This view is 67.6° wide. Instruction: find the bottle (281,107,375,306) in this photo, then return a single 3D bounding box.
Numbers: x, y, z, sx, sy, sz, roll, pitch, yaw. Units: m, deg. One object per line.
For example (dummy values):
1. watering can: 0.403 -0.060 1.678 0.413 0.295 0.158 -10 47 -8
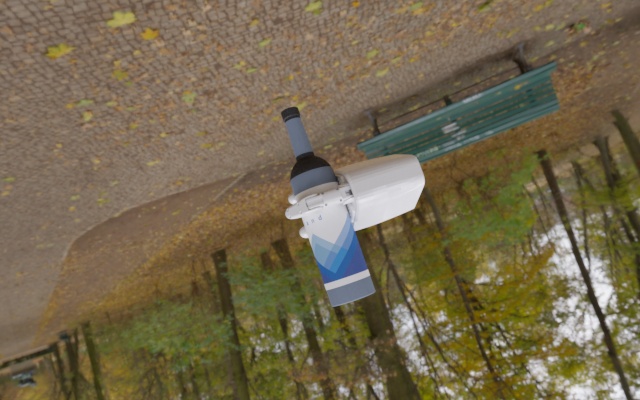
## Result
1. bottle: 0.000 0.003 0.699 0.069 0.295 0.069 -19 -8 -3
